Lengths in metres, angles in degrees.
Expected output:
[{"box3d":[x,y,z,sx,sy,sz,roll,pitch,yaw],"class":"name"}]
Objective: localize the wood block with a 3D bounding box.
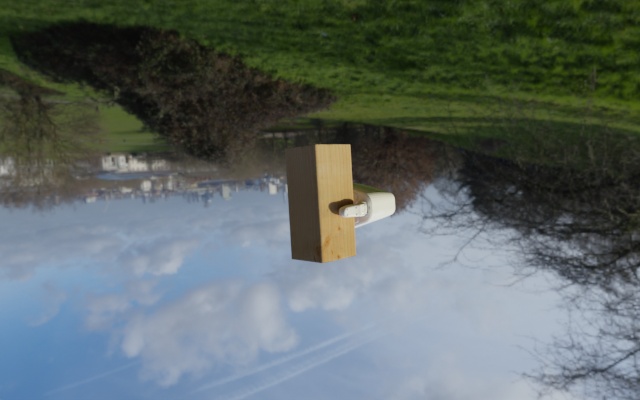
[{"box3d":[0.001,0.003,0.879,0.090,0.206,0.091,-6,4,-42],"class":"wood block"}]
